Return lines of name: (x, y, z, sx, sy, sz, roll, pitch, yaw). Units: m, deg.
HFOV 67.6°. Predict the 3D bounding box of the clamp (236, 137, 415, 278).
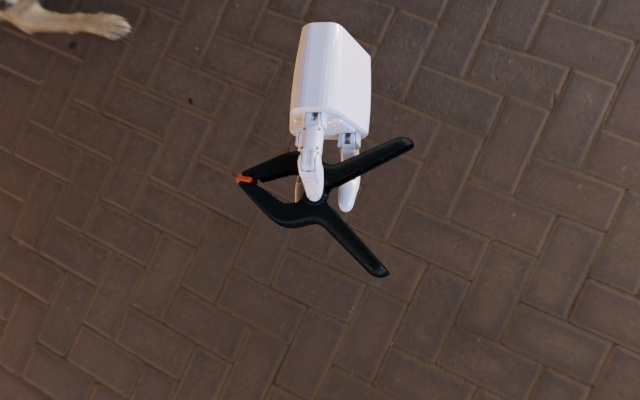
clamp: (-0.001, 0.001, 0.565, 0.210, 0.164, 0.036, 3, -12, 13)
